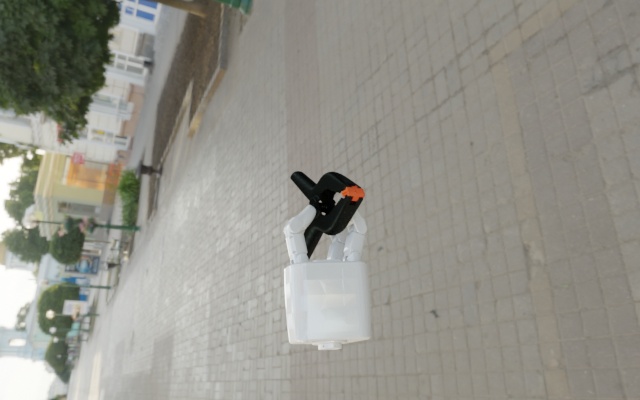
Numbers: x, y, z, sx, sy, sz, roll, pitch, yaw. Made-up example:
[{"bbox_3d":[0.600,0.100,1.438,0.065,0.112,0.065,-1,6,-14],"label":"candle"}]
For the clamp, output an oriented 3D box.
[{"bbox_3d":[0.000,0.002,0.739,0.036,0.164,0.210,3,-21,-27],"label":"clamp"}]
